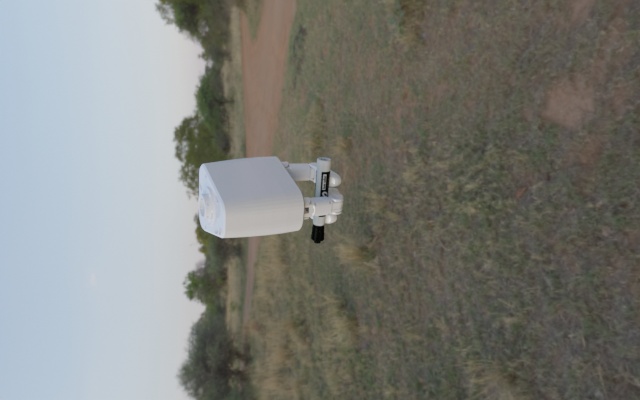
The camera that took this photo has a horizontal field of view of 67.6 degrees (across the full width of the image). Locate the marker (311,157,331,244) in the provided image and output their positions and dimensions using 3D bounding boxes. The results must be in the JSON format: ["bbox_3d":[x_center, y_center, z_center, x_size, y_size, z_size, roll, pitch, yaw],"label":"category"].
[{"bbox_3d":[0.000,0.002,0.649,0.020,0.121,0.020,4,20,-2],"label":"marker"}]
